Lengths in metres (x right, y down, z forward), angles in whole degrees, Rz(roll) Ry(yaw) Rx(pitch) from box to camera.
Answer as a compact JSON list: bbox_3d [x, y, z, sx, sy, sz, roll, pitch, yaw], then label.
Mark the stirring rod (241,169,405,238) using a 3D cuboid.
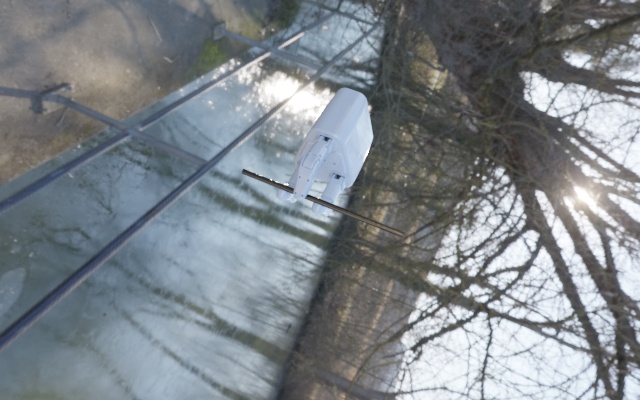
[{"bbox_3d":[0.000,0.002,0.652,0.239,0.011,0.011,22,4,11],"label":"stirring rod"}]
